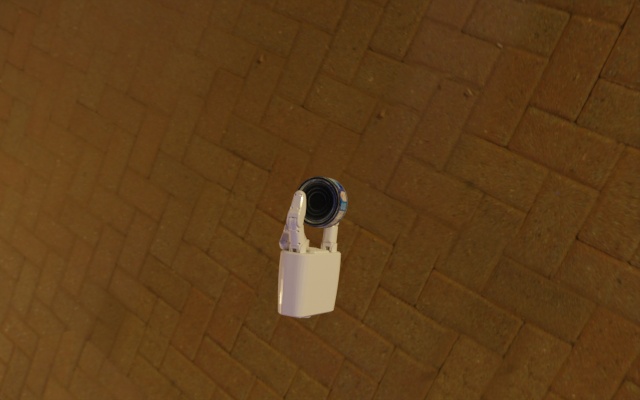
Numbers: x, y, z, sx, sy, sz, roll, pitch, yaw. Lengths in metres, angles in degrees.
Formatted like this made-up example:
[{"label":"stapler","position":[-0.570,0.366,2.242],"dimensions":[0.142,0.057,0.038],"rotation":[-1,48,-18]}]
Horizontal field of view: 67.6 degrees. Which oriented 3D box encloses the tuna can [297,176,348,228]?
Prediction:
[{"label":"tuna can","position":[0.000,0.002,0.793],"dimensions":[0.086,0.086,0.034],"rotation":[0,-5,26]}]
